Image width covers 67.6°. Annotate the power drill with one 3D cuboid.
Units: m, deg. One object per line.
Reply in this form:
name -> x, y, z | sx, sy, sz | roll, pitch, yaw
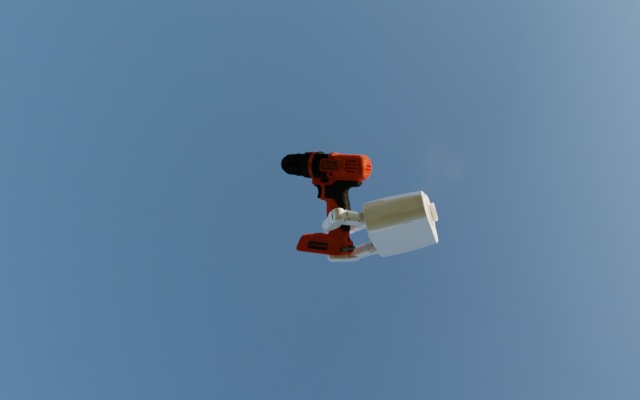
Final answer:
power drill -> 0.000, 0.003, 0.882 | 0.184, 0.187, 0.057 | 5, 3, 32
